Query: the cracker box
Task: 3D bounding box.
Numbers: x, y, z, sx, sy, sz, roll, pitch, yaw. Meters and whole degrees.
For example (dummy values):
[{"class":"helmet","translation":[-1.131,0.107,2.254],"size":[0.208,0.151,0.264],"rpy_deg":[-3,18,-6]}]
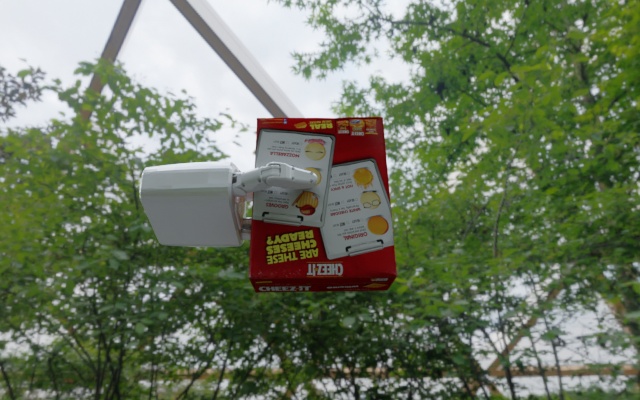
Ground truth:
[{"class":"cracker box","translation":[0.000,0.002,0.588],"size":[0.164,0.213,0.072],"rpy_deg":[-1,-26,-1]}]
